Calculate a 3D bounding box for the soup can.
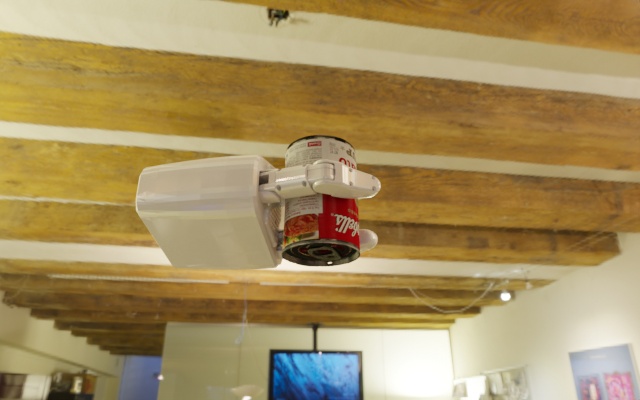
[{"bbox_3d":[0.001,0.001,0.429,0.068,0.102,0.068,0,-24,0],"label":"soup can"}]
